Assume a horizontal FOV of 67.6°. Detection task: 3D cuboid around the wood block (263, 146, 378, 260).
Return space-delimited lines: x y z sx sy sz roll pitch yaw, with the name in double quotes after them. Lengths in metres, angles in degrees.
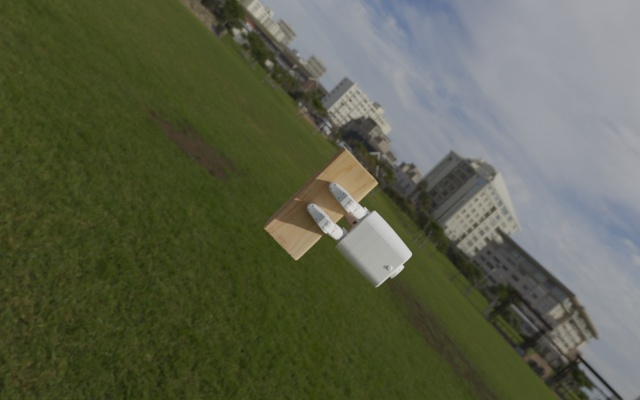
0.001 0.003 0.900 0.206 0.090 0.091 -44 4 7 "wood block"
